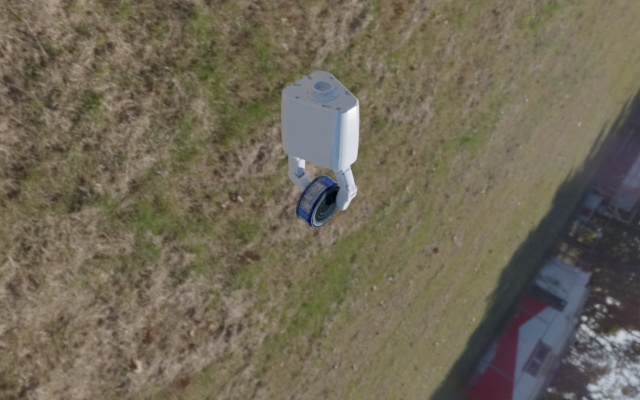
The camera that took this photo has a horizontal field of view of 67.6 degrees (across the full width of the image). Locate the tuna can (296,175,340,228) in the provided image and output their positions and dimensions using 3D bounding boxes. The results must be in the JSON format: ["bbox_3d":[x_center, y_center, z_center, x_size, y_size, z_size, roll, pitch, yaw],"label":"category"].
[{"bbox_3d":[0.001,0.003,0.790,0.033,0.086,0.086,34,16,25],"label":"tuna can"}]
